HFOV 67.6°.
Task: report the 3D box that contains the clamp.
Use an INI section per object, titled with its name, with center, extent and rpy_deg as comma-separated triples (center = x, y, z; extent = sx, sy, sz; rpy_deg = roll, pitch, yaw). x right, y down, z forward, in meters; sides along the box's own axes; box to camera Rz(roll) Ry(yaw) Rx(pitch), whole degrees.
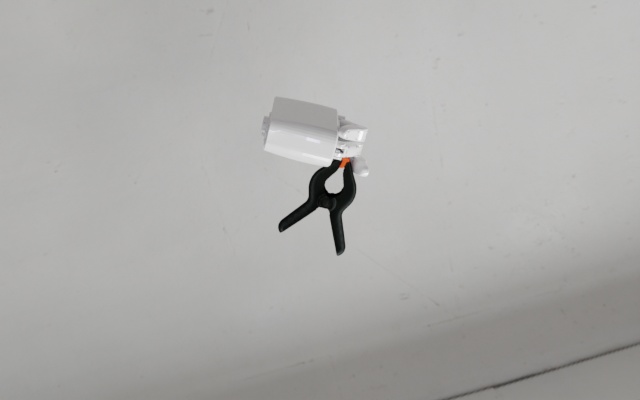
[clamp]
center = 0.000, 0.003, 0.794
extent = 0.120, 0.171, 0.039
rpy_deg = 12, 15, -6
